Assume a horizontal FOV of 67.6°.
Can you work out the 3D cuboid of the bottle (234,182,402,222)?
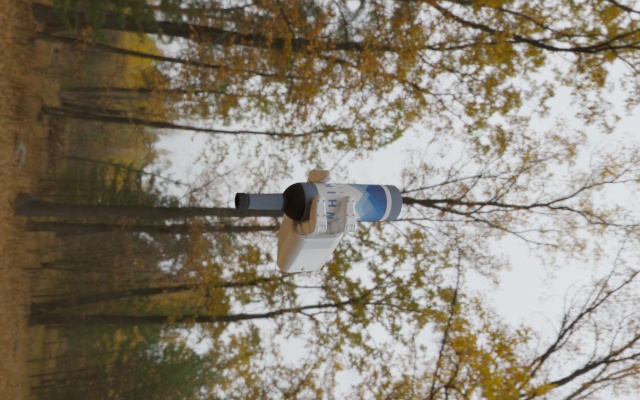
[{"bbox_3d":[0.000,0.003,0.815,0.296,0.069,0.069,1,0,-27],"label":"bottle"}]
